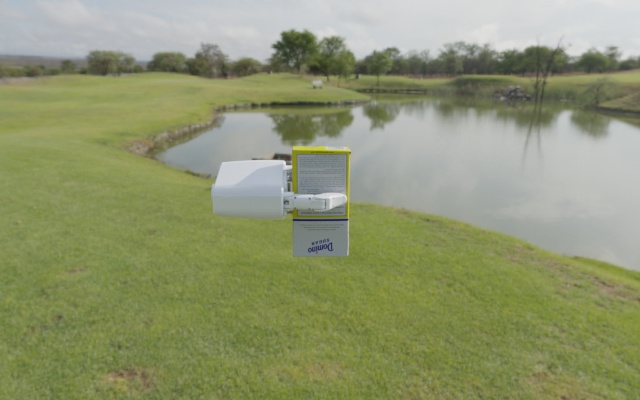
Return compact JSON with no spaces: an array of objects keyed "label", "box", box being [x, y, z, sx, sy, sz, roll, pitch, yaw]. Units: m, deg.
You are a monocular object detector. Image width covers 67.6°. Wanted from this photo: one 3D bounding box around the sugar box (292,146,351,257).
[{"label":"sugar box","box":[0.000,0.002,0.774,0.093,0.176,0.048,1,15,-2]}]
